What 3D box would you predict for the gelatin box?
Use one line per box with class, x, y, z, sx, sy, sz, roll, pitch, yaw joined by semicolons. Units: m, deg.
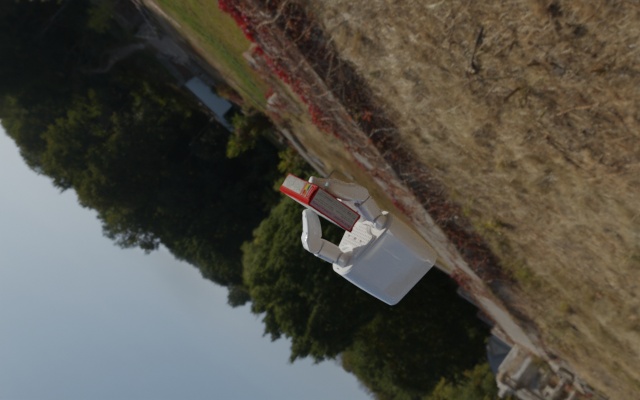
gelatin box;0.000;0.002;0.633;0.089;0.030;0.073;33;-4;-38
